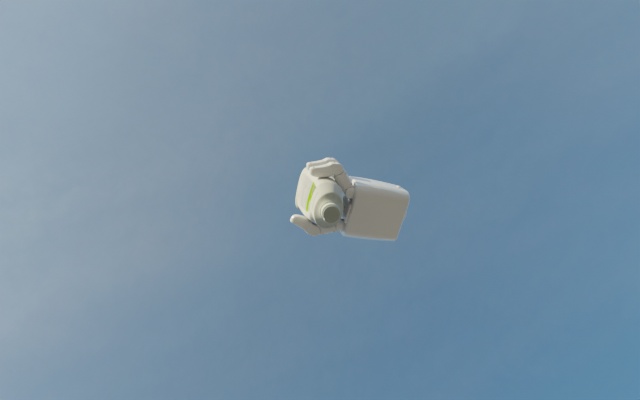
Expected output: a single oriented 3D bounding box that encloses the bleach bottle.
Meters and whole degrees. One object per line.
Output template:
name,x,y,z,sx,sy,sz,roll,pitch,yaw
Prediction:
bleach bottle,0.000,0.003,0.889,0.068,0.102,0.250,8,12,-9
